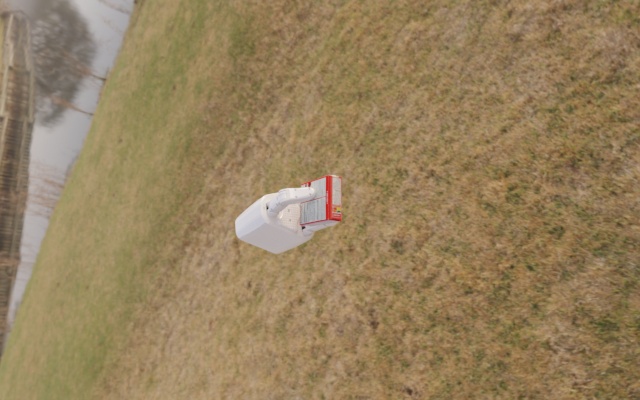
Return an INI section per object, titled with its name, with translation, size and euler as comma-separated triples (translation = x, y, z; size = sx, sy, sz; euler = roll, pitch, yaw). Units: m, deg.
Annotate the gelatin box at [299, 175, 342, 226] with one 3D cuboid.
[gelatin box]
translation = 0.000, 0.002, 0.792
size = 0.030, 0.073, 0.089
euler = 8, -13, -33
